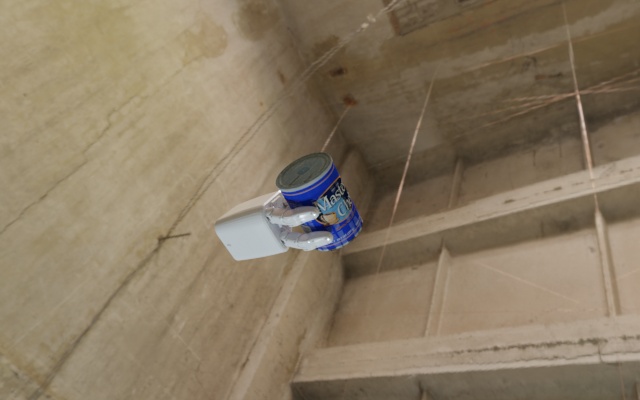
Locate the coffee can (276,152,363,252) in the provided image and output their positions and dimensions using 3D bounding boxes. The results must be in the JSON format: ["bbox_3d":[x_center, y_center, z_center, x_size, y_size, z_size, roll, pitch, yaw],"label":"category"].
[{"bbox_3d":[0.000,0.002,0.824,0.103,0.140,0.102,-22,29,13],"label":"coffee can"}]
